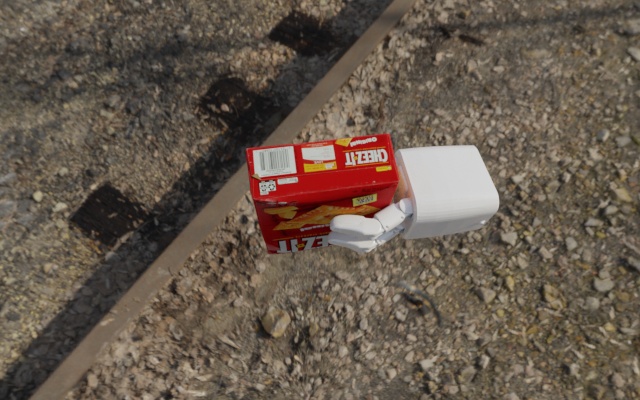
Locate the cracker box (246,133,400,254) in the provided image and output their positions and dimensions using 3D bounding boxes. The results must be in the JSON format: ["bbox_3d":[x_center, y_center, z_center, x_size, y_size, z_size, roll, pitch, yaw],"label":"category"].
[{"bbox_3d":[0.000,0.002,0.614,0.164,0.072,0.214,-7,-22,-4],"label":"cracker box"}]
